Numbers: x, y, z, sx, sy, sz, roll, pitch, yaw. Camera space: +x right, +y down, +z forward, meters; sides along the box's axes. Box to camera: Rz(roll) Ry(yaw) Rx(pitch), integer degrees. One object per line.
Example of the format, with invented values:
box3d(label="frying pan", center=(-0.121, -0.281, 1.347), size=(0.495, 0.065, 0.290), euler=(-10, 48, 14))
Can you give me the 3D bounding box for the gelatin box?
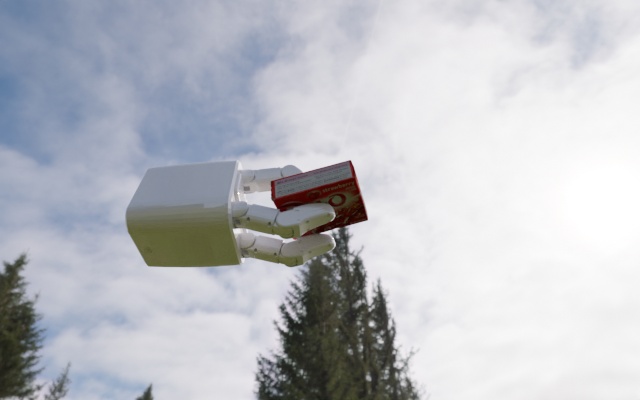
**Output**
box3d(label="gelatin box", center=(0.000, 0.001, 0.505), size=(0.089, 0.030, 0.073), euler=(-15, -42, 6))
